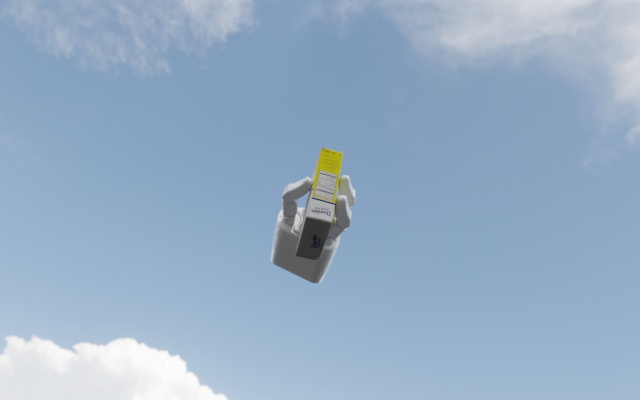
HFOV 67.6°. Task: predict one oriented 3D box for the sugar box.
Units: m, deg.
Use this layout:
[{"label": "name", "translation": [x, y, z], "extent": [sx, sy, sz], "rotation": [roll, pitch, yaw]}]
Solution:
[{"label": "sugar box", "translation": [0.001, 0.003, 0.781], "extent": [0.048, 0.093, 0.176], "rotation": [13, 43, -5]}]
